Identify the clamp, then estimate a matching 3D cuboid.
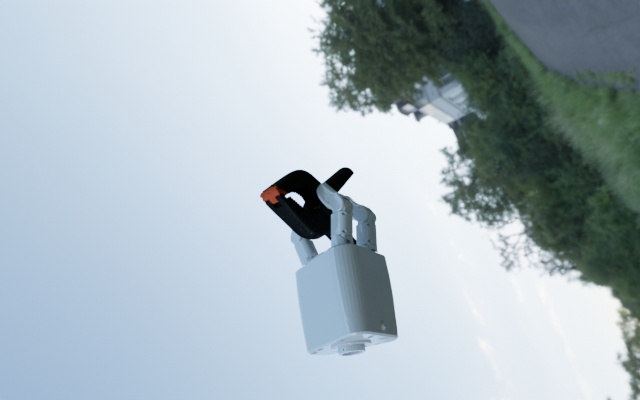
[{"bbox_3d":[-0.001,0.002,0.650,0.036,0.164,0.210,-25,-31,31],"label":"clamp"}]
